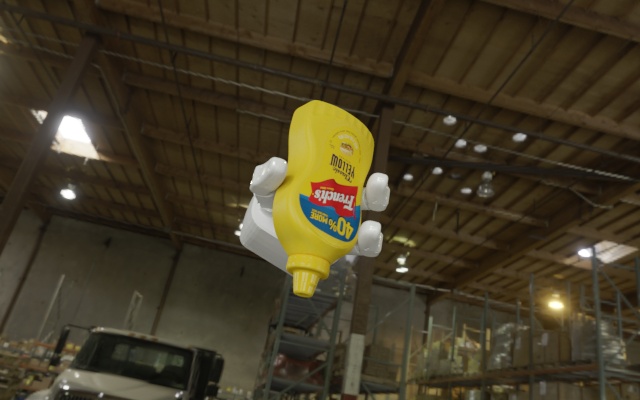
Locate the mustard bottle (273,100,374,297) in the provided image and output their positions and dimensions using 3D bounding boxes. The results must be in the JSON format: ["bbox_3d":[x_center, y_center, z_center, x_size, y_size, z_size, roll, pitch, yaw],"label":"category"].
[{"bbox_3d":[0.000,0.001,0.479,0.096,0.191,0.058,29,-29,-34],"label":"mustard bottle"}]
